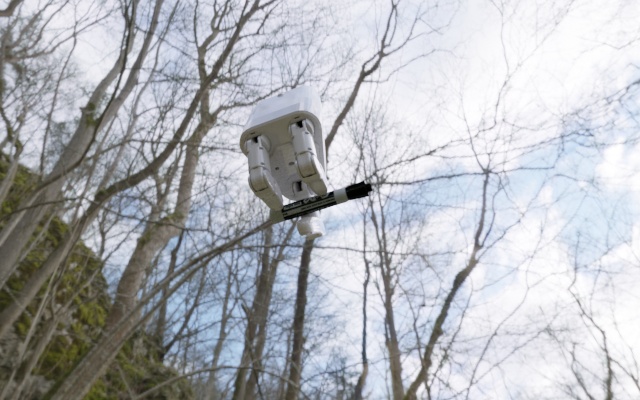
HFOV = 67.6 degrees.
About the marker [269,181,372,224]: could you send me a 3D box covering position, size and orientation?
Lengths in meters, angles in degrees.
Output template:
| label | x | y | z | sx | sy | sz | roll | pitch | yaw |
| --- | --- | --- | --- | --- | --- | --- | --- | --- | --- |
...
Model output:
| label | x | y | z | sx | sy | sz | roll | pitch | yaw |
| --- | --- | --- | --- | --- | --- | --- | --- | --- | --- |
| marker | 0.000 | 0.002 | 0.546 | 0.121 | 0.020 | 0.020 | -17 | -3 | 11 |
